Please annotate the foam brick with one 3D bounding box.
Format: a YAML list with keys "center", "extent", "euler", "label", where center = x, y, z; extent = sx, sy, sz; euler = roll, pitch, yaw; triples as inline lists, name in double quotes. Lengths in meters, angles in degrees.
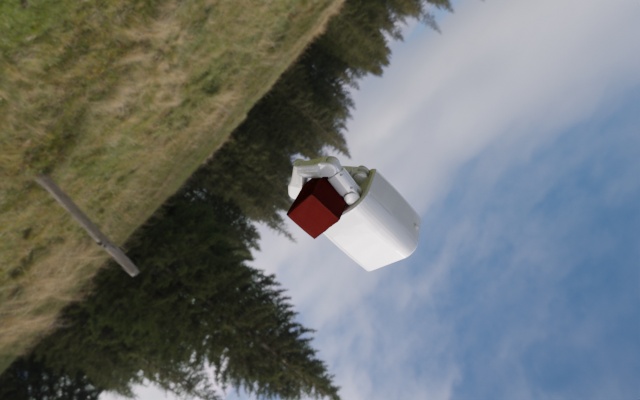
- center: [0.000, 0.002, 0.633]
  extent: [0.053, 0.051, 0.078]
  euler: [-38, 14, 33]
  label: "foam brick"
